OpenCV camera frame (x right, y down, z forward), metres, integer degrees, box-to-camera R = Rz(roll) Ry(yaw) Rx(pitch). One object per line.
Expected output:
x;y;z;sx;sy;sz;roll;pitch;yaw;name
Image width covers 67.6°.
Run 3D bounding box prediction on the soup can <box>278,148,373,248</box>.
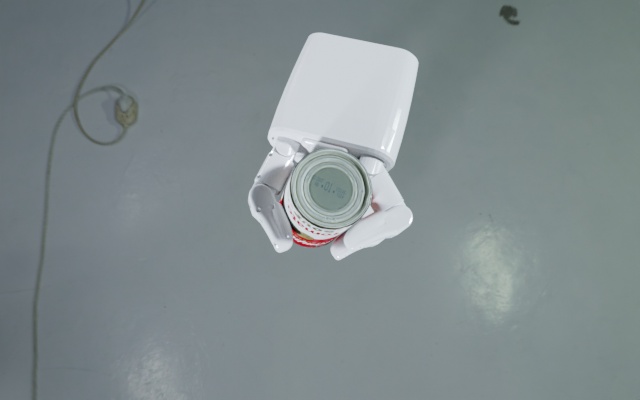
0.000;0.002;0.418;0.068;0.068;0.102;0;-13;-11;soup can
